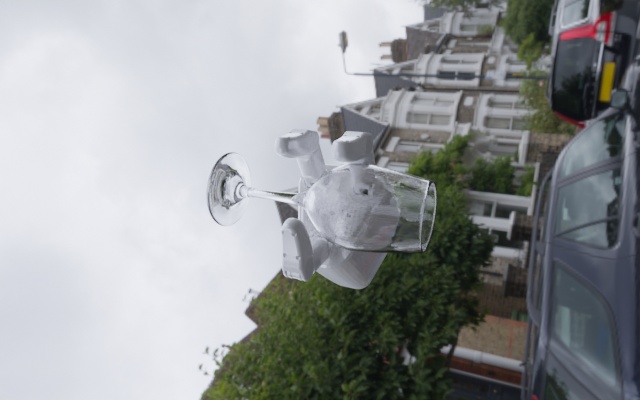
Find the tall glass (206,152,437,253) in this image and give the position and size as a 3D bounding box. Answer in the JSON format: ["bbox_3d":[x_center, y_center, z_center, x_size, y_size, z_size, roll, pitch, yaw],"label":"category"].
[{"bbox_3d":[-0.001,0.001,0.437,0.201,0.079,0.079,8,3,23],"label":"tall glass"}]
